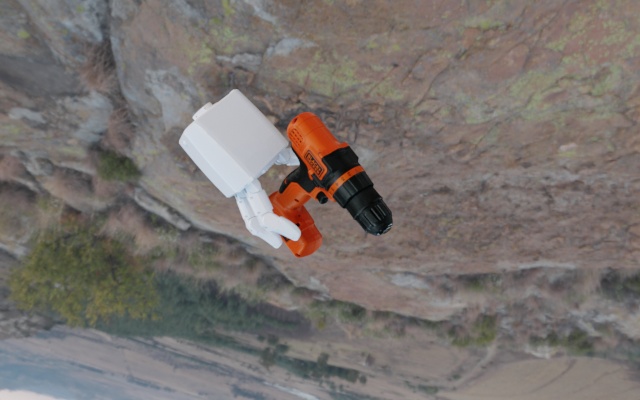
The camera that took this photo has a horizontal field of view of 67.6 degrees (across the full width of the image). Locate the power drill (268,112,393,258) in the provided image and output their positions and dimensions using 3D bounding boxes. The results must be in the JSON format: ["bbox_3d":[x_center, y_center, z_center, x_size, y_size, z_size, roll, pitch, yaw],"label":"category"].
[{"bbox_3d":[0.000,0.002,0.643,0.057,0.184,0.188,-24,-19,-38],"label":"power drill"}]
